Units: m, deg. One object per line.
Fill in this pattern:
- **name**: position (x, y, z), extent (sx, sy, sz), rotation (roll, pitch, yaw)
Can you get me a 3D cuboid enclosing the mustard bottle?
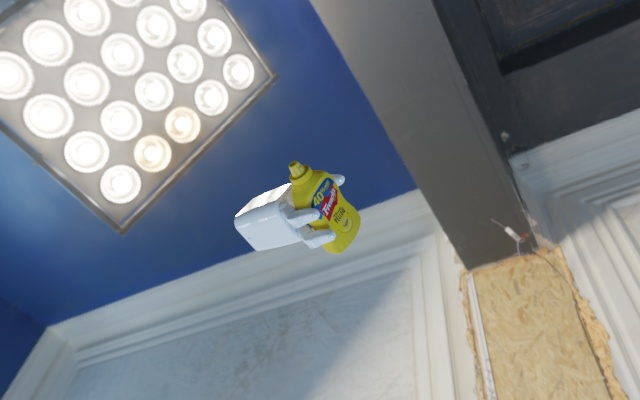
- **mustard bottle**: position (0.001, 0.003, 0.867), extent (0.058, 0.096, 0.192), rotation (1, -42, 45)
